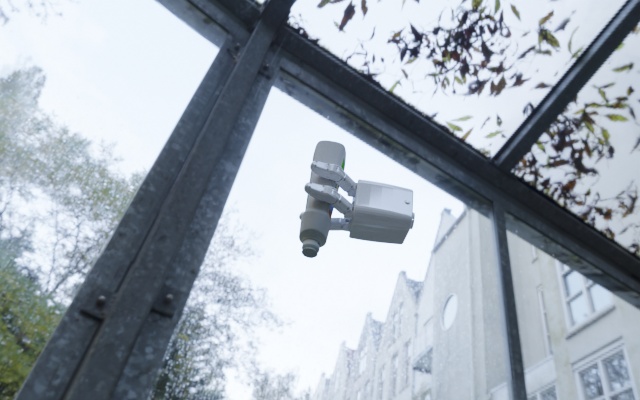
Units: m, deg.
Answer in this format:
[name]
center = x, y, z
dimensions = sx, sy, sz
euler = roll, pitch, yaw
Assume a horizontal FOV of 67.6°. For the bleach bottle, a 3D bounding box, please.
[bleach bottle]
center = 0.000, 0.003, 0.898
dimensions = 0.068, 0.250, 0.103
euler = 9, -41, 3
